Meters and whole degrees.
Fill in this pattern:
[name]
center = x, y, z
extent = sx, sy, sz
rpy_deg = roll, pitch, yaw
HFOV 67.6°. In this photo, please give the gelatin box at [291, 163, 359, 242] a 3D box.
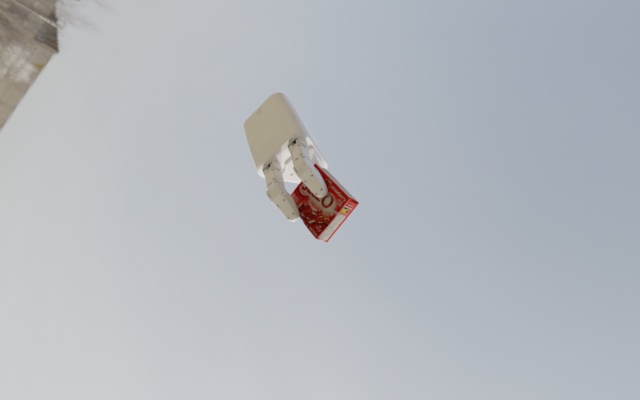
[gelatin box]
center = 0.001, 0.003, 0.669
extent = 0.030, 0.073, 0.089
rpy_deg = 24, 19, -51
